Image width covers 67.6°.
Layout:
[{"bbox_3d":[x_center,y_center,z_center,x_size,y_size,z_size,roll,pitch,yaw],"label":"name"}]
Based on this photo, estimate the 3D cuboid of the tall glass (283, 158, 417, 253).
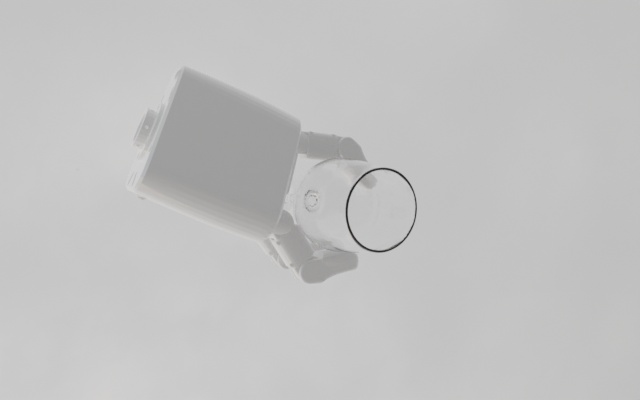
[{"bbox_3d":[0.000,0.001,0.430,0.079,0.079,0.201,0,3,-27],"label":"tall glass"}]
